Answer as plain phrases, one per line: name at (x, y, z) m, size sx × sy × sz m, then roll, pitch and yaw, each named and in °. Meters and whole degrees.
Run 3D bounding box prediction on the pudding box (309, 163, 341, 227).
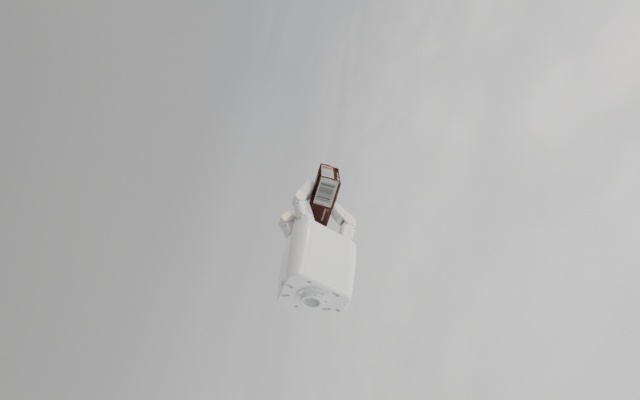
pudding box at (0.000, 0.003, 0.814) m, size 0.039 × 0.113 × 0.090 m, roll 18°, pitch 17°, yaw -7°
